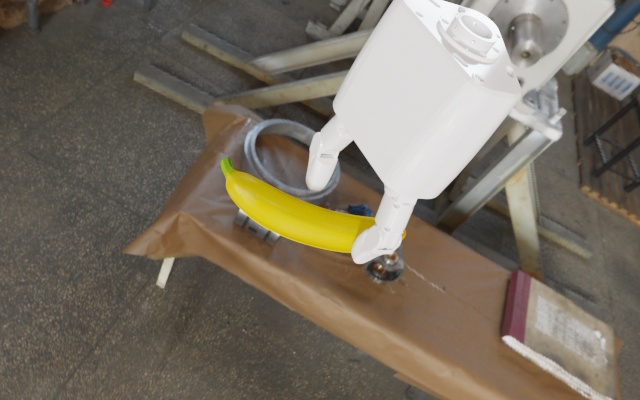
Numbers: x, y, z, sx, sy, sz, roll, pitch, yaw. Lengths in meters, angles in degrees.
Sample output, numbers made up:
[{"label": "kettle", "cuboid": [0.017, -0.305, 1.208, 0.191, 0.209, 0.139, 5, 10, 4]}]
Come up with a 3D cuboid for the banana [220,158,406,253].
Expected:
[{"label": "banana", "cuboid": [-0.006, 0.013, 0.449, 0.198, 0.069, 0.037, 23, -45, -10]}]
